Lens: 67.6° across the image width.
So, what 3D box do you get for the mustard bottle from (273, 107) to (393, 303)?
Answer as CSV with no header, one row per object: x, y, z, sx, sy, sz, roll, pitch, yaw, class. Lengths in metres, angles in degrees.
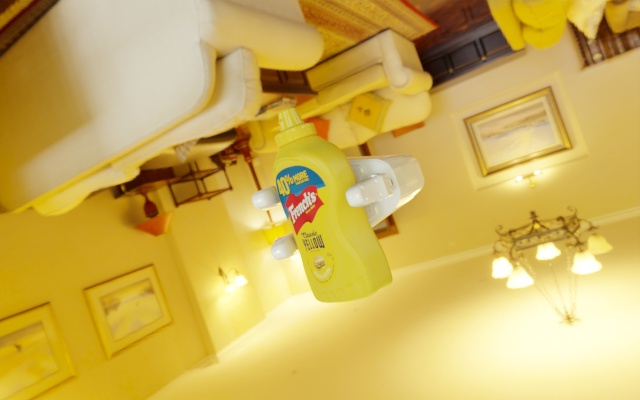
0.000,0.002,0.468,0.058,0.191,0.096,-20,0,-36,mustard bottle
